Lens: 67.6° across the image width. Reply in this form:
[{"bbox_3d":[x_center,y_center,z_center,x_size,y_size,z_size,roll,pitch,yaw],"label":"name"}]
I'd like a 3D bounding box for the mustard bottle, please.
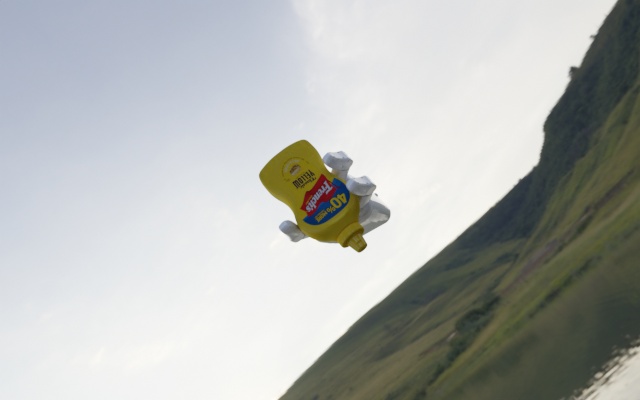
[{"bbox_3d":[0.000,0.002,0.696,0.096,0.191,0.058,-38,-24,-9],"label":"mustard bottle"}]
